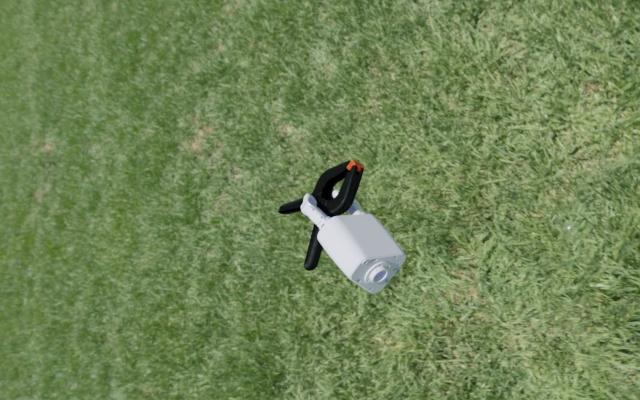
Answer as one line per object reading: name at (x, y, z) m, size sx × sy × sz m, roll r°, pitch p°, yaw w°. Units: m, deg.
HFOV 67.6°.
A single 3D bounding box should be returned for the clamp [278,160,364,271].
clamp at (0.000, 0.002, 0.889) m, size 0.036 × 0.210 × 0.164 m, roll 17°, pitch 25°, yaw -43°
